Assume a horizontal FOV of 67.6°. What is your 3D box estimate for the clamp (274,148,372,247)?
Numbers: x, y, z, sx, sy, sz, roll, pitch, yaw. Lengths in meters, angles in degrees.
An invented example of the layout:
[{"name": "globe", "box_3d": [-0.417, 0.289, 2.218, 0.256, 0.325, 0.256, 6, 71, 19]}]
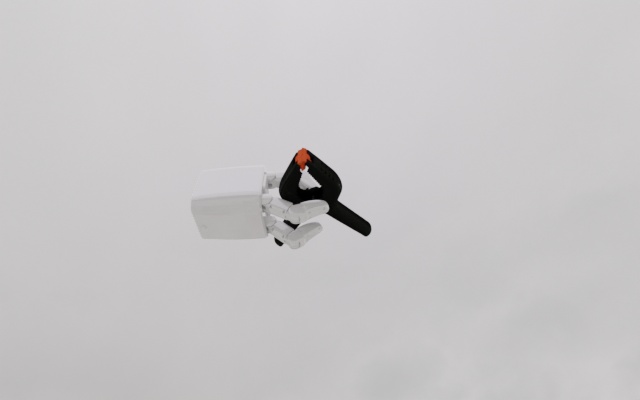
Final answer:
[{"name": "clamp", "box_3d": [0.000, 0.001, 0.739, 0.164, 0.036, 0.210, -4, -40, 0]}]
